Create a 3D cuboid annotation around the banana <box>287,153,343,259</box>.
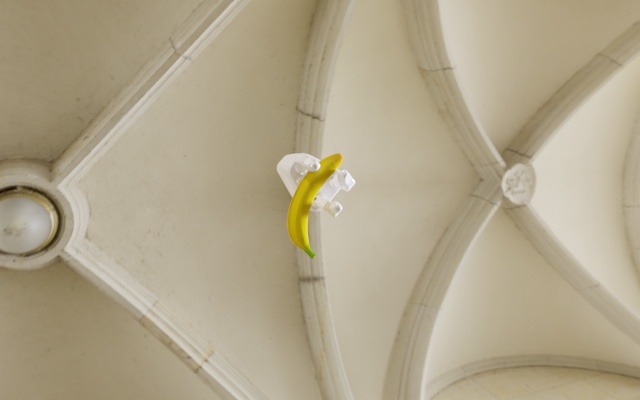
[{"bbox_3d":[-0.018,0.001,0.864,0.069,0.198,0.037,17,-3,-19],"label":"banana"}]
